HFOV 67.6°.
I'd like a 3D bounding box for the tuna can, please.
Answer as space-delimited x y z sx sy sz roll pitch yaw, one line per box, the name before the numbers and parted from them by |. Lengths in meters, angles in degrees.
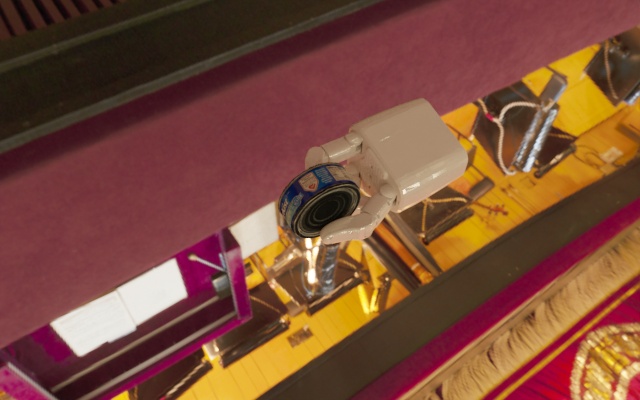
tuna can | 0.000 0.002 0.512 0.086 0.033 0.086 -25 -32 -17
